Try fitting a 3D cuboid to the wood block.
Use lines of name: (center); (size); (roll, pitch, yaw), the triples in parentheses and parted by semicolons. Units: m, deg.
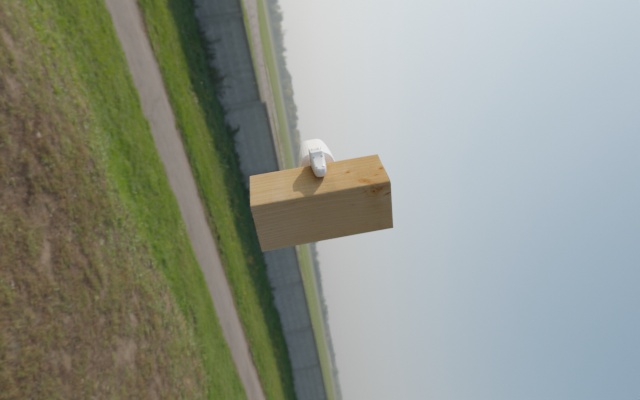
wood block: (0.000, 0.002, 0.743); (0.206, 0.091, 0.090); (-10, 35, -2)
